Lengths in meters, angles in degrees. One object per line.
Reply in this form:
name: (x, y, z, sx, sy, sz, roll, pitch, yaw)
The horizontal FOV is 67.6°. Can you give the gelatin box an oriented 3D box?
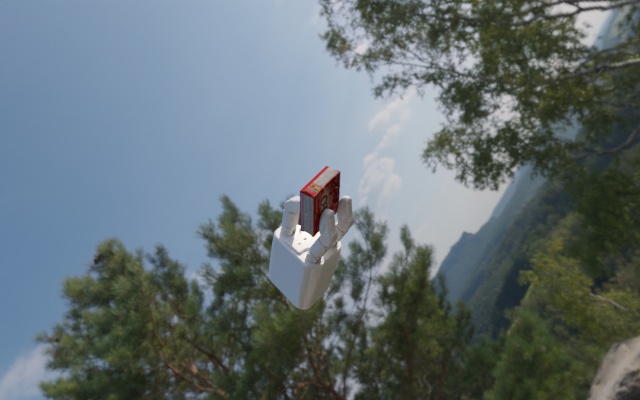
gelatin box: (0.000, 0.002, 0.744, 0.030, 0.089, 0.073, 25, 48, 24)
